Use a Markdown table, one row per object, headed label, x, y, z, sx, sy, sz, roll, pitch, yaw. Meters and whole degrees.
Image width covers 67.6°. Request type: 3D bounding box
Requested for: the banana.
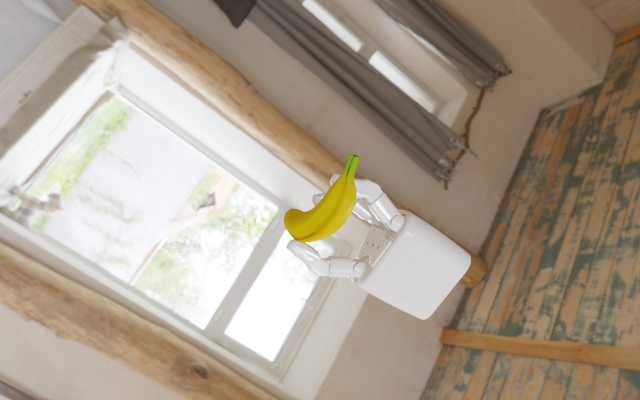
| label | x | y | z | sx | sy | sz | roll | pitch | yaw |
| --- | --- | --- | --- | --- | --- | --- | --- | --- | --- |
| banana | -0.004 | 0.016 | 0.559 | 0.037 | 0.069 | 0.198 | 28 | -29 | -16 |
